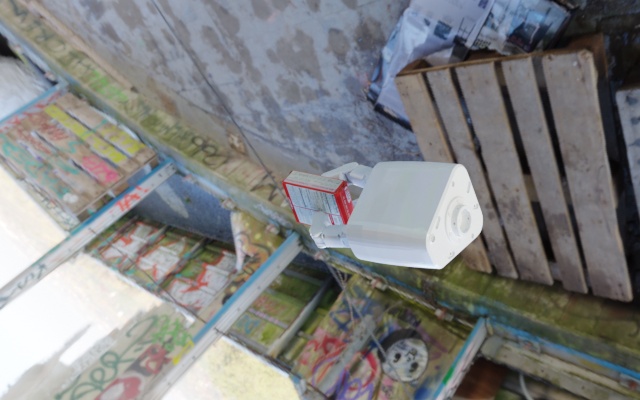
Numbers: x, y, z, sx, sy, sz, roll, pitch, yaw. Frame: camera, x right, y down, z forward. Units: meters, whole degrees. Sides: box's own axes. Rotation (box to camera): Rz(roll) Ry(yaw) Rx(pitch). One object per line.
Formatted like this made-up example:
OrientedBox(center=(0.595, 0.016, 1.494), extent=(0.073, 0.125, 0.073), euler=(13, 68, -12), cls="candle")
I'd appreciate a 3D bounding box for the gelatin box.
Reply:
OrientedBox(center=(0.000, 0.002, 0.625), extent=(0.089, 0.073, 0.030), euler=(12, 47, 33), cls="gelatin box")
